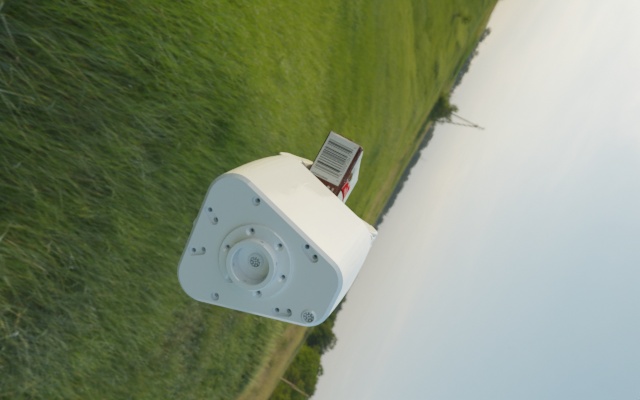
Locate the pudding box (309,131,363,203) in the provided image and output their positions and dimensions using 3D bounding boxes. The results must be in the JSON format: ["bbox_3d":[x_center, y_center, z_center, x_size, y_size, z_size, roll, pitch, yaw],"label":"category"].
[{"bbox_3d":[0.000,0.002,0.469,0.039,0.113,0.090,28,-14,8],"label":"pudding box"}]
